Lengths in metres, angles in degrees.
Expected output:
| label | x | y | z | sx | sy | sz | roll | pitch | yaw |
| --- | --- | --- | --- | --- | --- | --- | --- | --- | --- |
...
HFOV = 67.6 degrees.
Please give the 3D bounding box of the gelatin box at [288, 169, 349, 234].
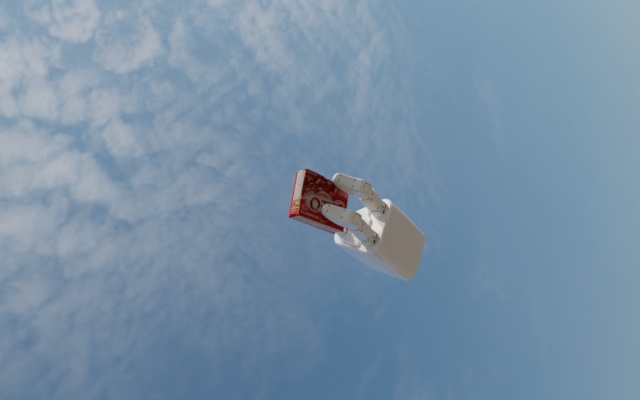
| label | x | y | z | sx | sy | sz | roll | pitch | yaw |
| --- | --- | --- | --- | --- | --- | --- | --- | --- | --- |
| gelatin box | 0.000 | 0.002 | 0.714 | 0.089 | 0.073 | 0.030 | 22 | -23 | -33 |
